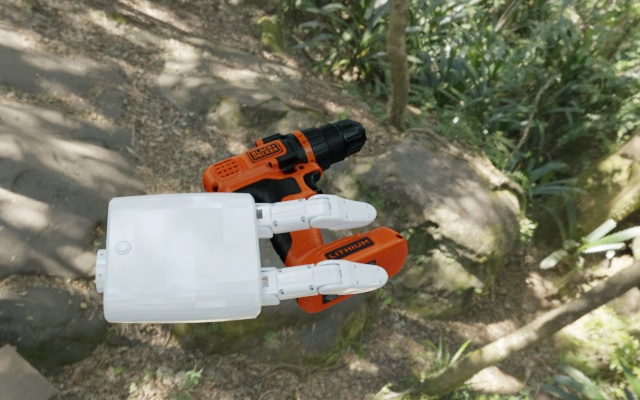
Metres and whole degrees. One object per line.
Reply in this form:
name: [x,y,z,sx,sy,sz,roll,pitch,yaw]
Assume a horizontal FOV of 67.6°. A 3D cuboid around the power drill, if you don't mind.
power drill: [0.000,0.002,0.461,0.184,0.057,0.187,-24,51,-17]
